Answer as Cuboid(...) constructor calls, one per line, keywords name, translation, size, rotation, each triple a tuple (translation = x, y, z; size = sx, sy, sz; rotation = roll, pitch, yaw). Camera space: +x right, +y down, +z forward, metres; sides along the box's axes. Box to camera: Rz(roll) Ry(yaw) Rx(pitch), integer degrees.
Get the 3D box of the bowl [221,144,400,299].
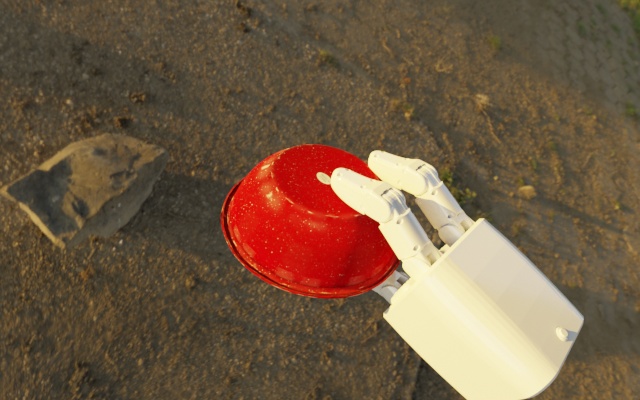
Cuboid(name="bowl", translation=(-0.001, 0.000, 0.403), size=(0.162, 0.055, 0.162), rotation=(9, 41, -8))
